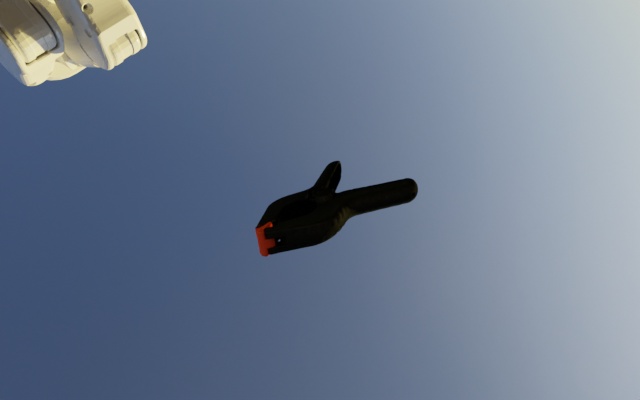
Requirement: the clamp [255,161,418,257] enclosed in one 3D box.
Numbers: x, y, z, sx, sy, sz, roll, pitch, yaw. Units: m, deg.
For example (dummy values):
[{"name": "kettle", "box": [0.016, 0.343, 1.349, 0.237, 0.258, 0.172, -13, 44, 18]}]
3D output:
[{"name": "clamp", "box": [0.000, 0.002, 0.485, 0.171, 0.039, 0.120, -21, 23, -30]}]
